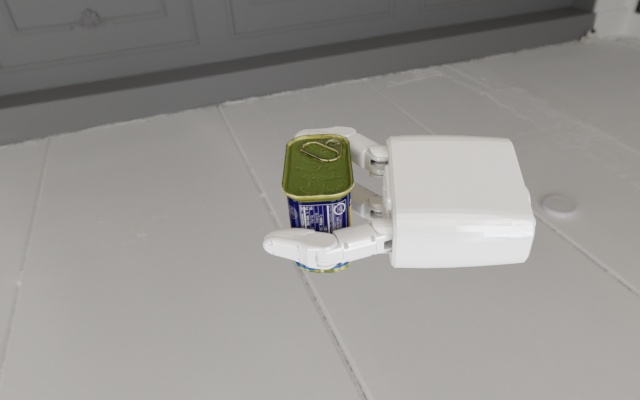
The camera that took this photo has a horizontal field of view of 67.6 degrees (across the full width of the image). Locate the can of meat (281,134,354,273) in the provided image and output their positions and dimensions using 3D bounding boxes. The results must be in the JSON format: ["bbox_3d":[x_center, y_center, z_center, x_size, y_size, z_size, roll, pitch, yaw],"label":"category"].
[{"bbox_3d":[0.000,0.002,0.424,0.057,0.084,0.102,-3,35,2],"label":"can of meat"}]
